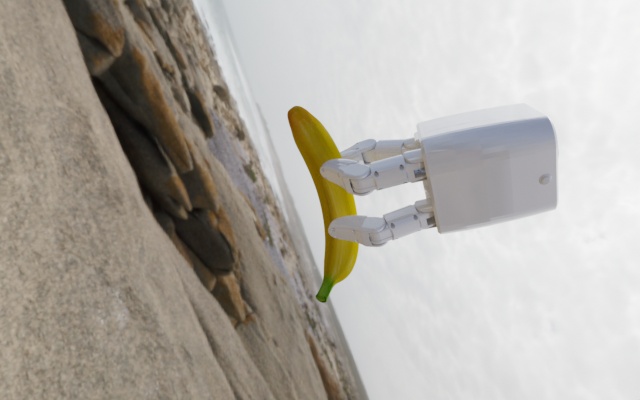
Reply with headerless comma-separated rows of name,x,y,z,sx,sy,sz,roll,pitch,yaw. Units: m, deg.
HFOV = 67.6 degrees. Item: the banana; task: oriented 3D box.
banana,0.009,0.000,0.484,0.037,0.198,0.069,-4,13,28
